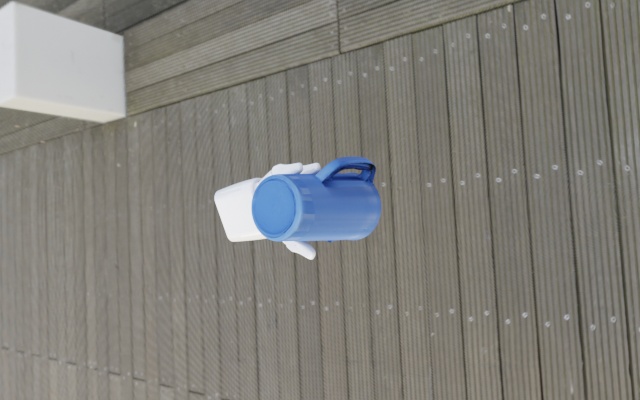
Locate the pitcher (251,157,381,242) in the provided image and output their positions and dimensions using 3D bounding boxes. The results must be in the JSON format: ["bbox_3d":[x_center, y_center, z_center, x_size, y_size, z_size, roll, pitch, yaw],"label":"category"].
[{"bbox_3d":[0.000,0.003,0.847,0.145,0.149,0.243,-10,-6,35],"label":"pitcher"}]
